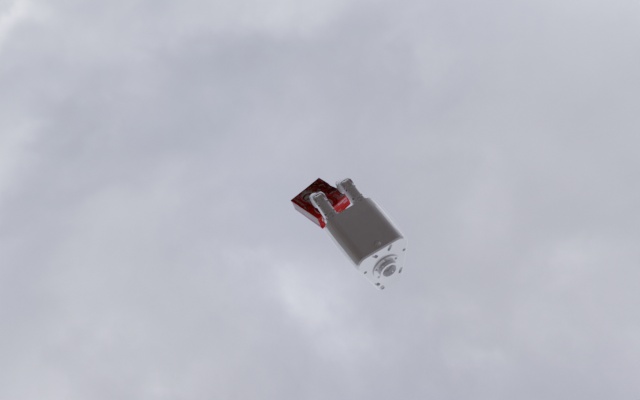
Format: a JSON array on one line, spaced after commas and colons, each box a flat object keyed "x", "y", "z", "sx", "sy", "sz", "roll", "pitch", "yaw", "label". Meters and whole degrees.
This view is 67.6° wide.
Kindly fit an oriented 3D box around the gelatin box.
[{"x": 0.000, "y": 0.003, "z": 0.881, "sx": 0.073, "sy": 0.030, "sz": 0.089, "roll": -40, "pitch": 43, "yaw": -17, "label": "gelatin box"}]
